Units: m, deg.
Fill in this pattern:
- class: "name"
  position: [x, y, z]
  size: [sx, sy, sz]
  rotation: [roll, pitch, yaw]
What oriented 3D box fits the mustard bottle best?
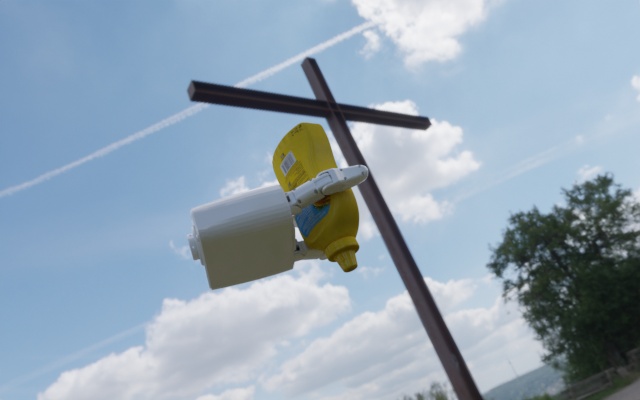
- class: "mustard bottle"
  position: [0.000, 0.002, 0.595]
  size: [0.058, 0.191, 0.096]
  rotation: [0, -36, -38]
